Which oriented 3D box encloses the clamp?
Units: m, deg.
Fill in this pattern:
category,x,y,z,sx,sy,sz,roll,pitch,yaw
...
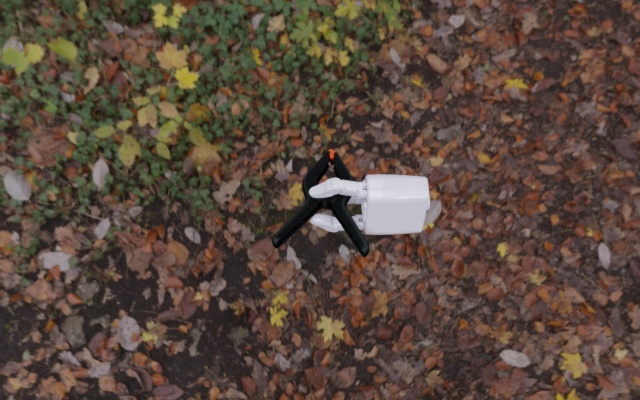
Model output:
category,x,y,z,sx,sy,sz,roll,pitch,yaw
clamp,0.000,0.002,0.846,0.164,0.209,0.036,0,-29,0
